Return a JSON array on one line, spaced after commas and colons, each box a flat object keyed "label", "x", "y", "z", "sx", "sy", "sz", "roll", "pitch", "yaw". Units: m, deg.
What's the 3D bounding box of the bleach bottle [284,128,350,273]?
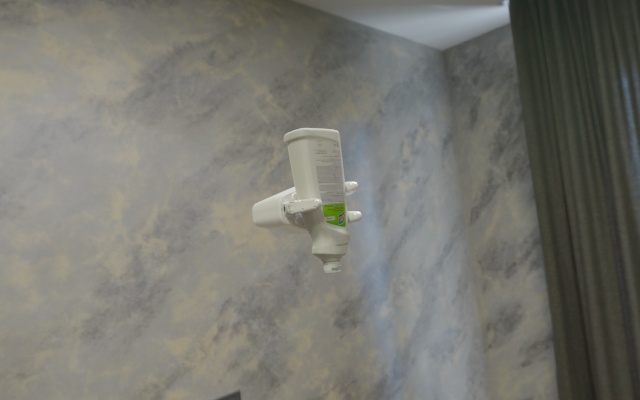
[{"label": "bleach bottle", "x": 0.000, "y": 0.003, "z": 0.845, "sx": 0.102, "sy": 0.251, "sz": 0.068, "roll": -4, "pitch": -5, "yaw": -39}]
